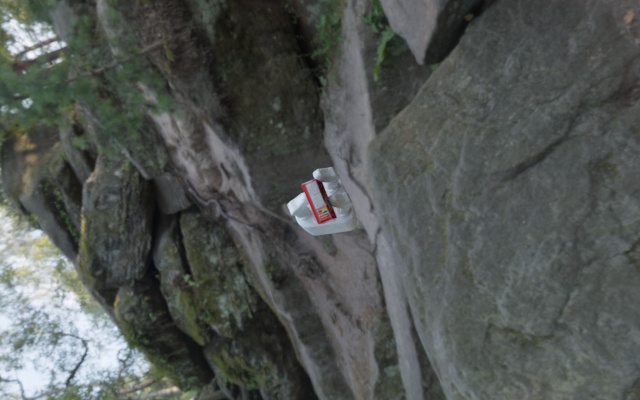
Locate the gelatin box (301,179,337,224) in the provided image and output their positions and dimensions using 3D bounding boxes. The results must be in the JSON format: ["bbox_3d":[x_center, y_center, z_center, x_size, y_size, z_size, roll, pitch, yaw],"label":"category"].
[{"bbox_3d":[0.000,0.003,0.833,0.030,0.073,0.089,-23,-5,6],"label":"gelatin box"}]
